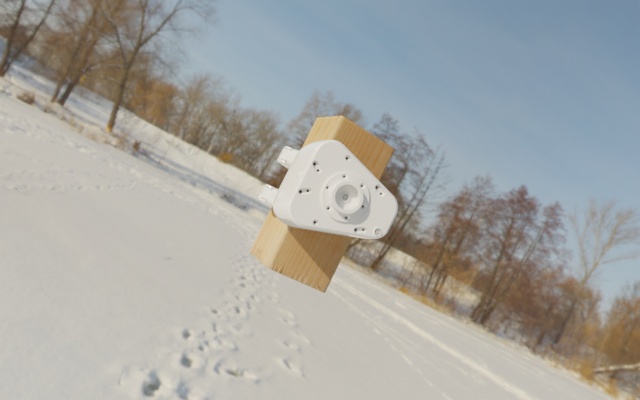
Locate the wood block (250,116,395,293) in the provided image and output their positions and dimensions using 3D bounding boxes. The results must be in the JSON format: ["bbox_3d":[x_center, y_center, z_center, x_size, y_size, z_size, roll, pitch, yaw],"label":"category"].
[{"bbox_3d":[0.001,0.002,0.632,0.091,0.206,0.090,28,-4,-23],"label":"wood block"}]
